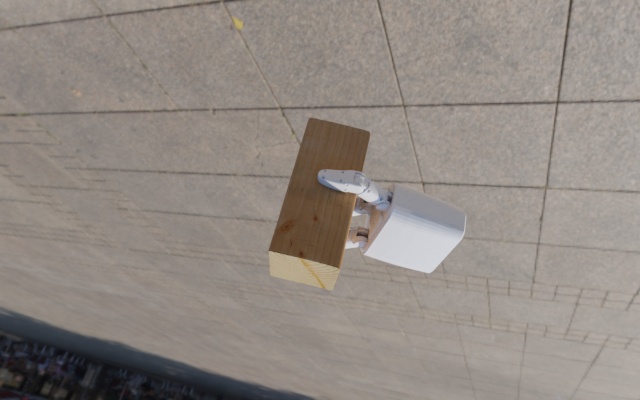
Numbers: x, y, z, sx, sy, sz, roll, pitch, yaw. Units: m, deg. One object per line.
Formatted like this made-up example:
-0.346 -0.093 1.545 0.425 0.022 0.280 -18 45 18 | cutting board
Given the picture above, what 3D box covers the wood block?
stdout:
0.000 0.002 0.649 0.090 0.206 0.091 14 -28 2 | wood block
